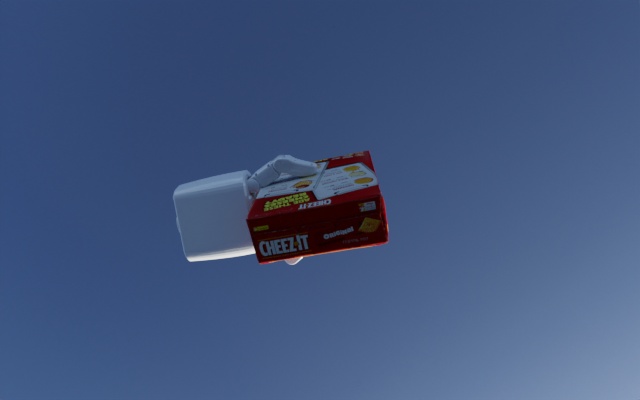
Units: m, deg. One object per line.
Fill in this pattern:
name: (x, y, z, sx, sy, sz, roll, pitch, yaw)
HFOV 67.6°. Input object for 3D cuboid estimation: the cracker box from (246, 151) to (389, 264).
cracker box: (0.000, 0.002, 0.659, 0.164, 0.072, 0.213, -11, 19, 5)
